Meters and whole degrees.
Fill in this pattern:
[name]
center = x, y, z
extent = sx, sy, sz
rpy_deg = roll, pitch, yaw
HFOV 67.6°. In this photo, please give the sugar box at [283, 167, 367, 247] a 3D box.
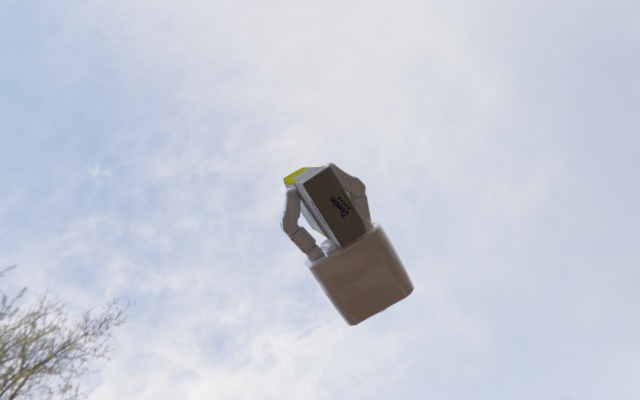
[sugar box]
center = 0.001, 0.002, 0.640
extent = 0.048, 0.093, 0.176
rpy_deg = -34, 11, -11
